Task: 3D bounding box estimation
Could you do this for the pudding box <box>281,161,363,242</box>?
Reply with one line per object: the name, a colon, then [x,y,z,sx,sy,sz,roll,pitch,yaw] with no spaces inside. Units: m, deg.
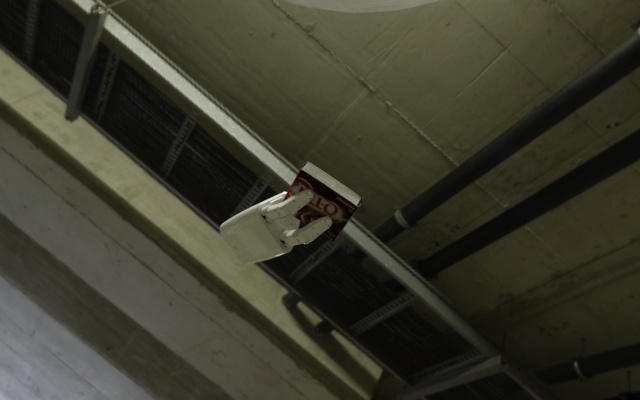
pudding box: [0.000,0.003,0.787,0.113,0.090,0.039,32,38,0]
